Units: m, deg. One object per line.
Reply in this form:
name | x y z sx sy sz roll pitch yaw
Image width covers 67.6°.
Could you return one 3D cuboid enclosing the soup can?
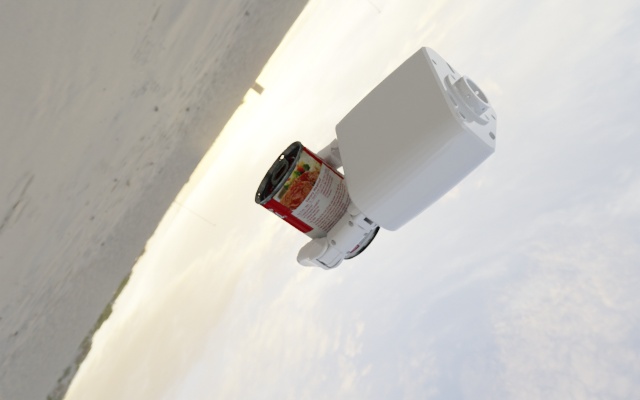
soup can | 0.000 0.002 0.441 0.102 0.068 0.068 35 -14 -20
